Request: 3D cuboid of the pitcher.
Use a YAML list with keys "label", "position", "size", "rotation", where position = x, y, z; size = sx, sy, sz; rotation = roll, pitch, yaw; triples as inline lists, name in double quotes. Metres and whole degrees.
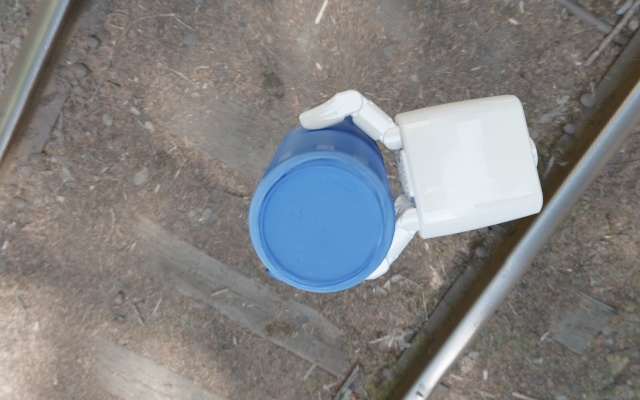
- label: "pitcher"
  position: [0.000, 0.001, 0.457]
  size: [0.145, 0.149, 0.242]
  rotation: [-11, 12, 5]
